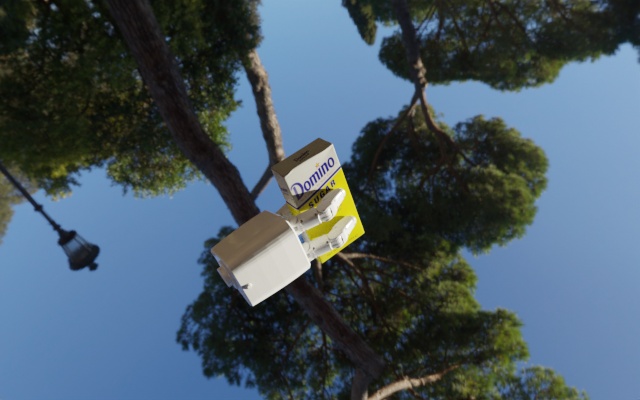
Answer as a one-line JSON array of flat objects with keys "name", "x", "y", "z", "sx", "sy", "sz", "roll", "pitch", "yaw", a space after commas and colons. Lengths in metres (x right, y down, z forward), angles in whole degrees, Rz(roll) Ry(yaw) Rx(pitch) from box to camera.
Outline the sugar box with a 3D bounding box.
[{"name": "sugar box", "x": 0.000, "y": 0.003, "z": 0.738, "sx": 0.093, "sy": 0.176, "sz": 0.048, "roll": -35, "pitch": 37, "yaw": -17}]
